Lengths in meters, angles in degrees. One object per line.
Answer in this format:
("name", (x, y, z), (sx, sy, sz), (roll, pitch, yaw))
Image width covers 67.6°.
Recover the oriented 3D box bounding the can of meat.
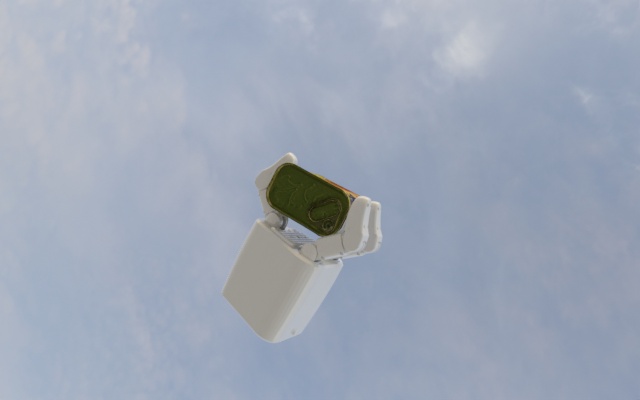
("can of meat", (0.000, 0.002, 0.569), (0.102, 0.057, 0.084), (29, 7, 23))
